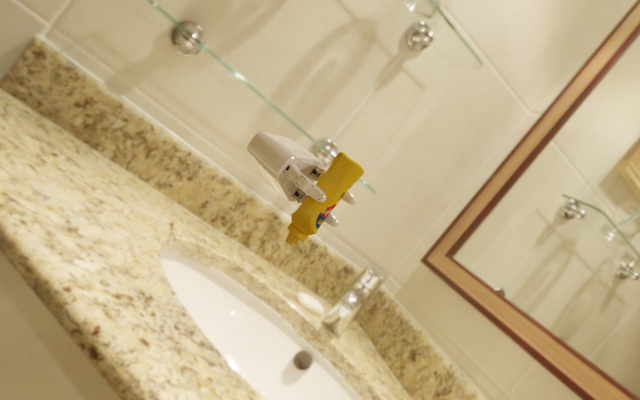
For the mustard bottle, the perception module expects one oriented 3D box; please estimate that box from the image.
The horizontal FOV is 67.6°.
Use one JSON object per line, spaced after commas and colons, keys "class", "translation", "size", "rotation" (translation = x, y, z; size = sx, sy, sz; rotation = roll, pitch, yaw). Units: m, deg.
{"class": "mustard bottle", "translation": [0.001, 0.003, 0.873], "size": [0.058, 0.191, 0.096], "rotation": [39, 3, 8]}
